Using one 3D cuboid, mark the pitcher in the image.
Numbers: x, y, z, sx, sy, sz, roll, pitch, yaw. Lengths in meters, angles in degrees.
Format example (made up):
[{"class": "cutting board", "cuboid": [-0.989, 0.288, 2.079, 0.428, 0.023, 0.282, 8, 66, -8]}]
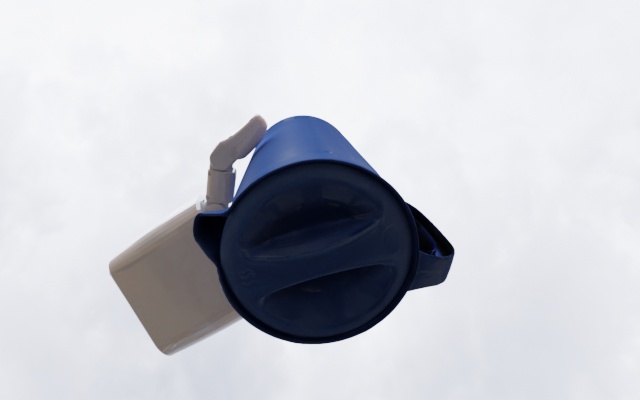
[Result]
[{"class": "pitcher", "cuboid": [0.000, 0.001, 0.416, 0.145, 0.149, 0.242, -33, 19, 8]}]
